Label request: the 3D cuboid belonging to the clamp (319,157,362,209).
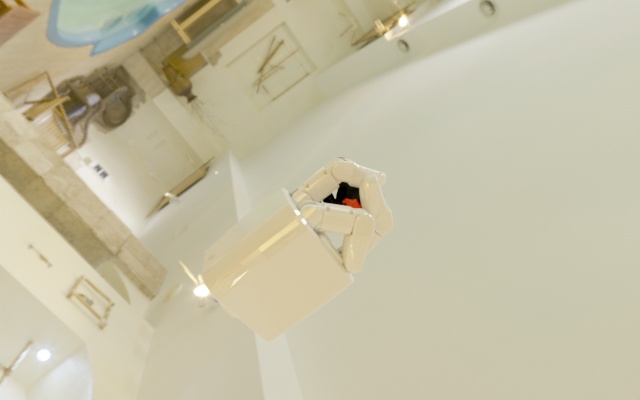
[{"bbox_3d":[0.001,0.002,0.549,0.120,0.039,0.171,-38,17,0],"label":"clamp"}]
